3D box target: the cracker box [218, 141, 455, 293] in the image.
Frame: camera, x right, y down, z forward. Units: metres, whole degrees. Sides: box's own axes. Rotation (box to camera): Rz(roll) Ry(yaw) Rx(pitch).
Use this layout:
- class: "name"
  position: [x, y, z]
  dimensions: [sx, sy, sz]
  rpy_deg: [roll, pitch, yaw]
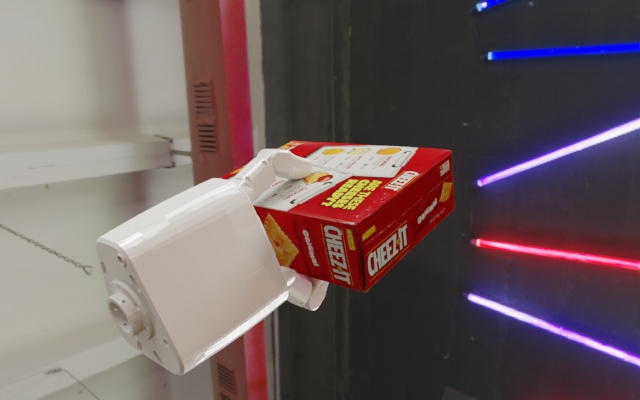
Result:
- class: "cracker box"
  position: [0.000, 0.001, 0.478]
  dimensions: [0.213, 0.072, 0.164]
  rpy_deg: [10, 31, 40]
